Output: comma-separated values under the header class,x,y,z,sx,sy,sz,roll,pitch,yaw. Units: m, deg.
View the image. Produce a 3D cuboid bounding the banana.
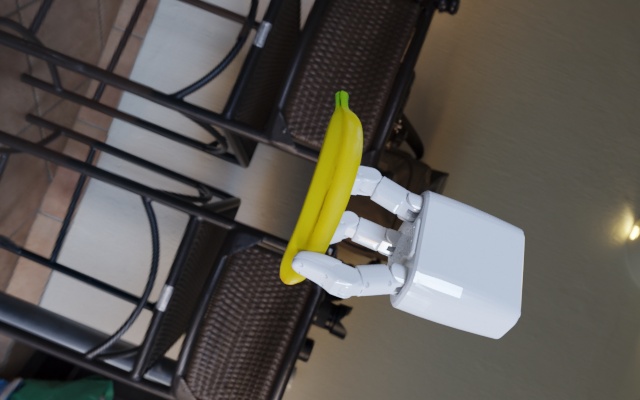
class,x,y,z,sx,sy,sz,roll,pitch,yaw
banana,0.001,0.004,0.430,0.037,0.198,0.069,17,18,-6
